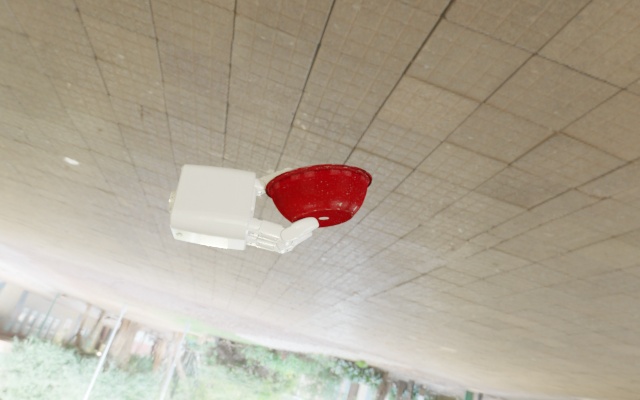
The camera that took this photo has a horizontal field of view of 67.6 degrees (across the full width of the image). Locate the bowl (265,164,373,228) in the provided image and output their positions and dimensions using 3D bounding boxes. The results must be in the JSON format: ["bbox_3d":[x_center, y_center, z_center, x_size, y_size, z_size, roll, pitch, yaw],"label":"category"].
[{"bbox_3d":[0.001,0.003,0.708,0.162,0.055,0.162,-6,-19,-2],"label":"bowl"}]
